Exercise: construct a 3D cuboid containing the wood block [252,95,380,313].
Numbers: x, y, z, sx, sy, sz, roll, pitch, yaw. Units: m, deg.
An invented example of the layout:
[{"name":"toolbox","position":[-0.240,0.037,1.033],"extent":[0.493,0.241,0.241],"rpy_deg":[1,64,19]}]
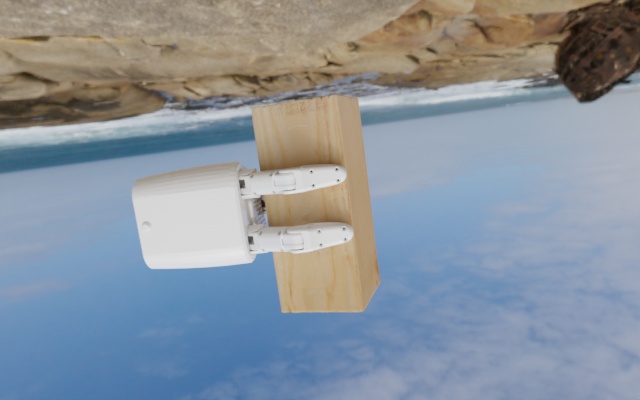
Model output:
[{"name":"wood block","position":[0.000,0.002,0.497],"extent":[0.090,0.206,0.091],"rpy_deg":[-5,8,18]}]
